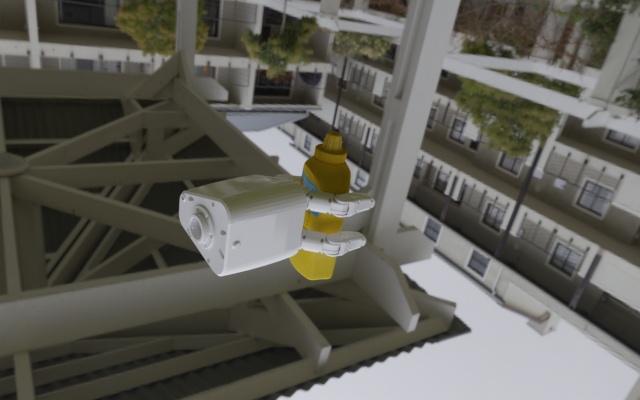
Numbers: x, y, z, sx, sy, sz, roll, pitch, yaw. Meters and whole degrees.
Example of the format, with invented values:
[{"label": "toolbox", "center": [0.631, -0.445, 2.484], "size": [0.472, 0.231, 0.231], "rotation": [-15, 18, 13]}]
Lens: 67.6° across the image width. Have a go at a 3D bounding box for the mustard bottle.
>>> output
[{"label": "mustard bottle", "center": [0.000, 0.002, 0.632], "size": [0.058, 0.192, 0.096], "rotation": [0, 27, -21]}]
